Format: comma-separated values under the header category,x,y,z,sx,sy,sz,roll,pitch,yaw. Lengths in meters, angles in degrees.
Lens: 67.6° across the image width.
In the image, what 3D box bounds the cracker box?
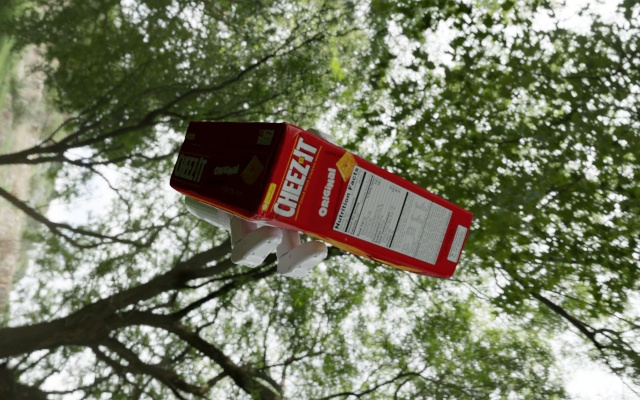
category,x,y,z,sx,sy,sz,roll,pitch,yaw
cracker box,0.000,0.001,0.420,0.214,0.072,0.164,21,-5,-37
